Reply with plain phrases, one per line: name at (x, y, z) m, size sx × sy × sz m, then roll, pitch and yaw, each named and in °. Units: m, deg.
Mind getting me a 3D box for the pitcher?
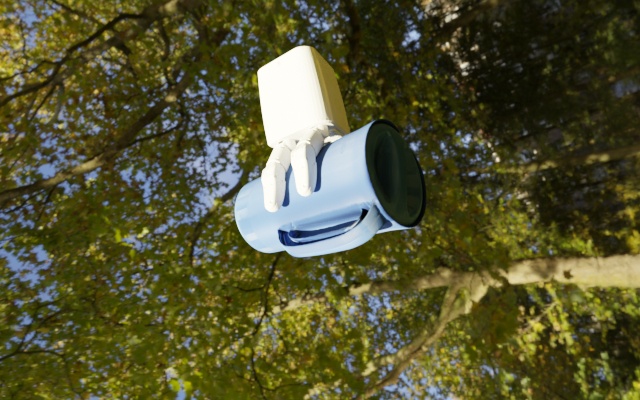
pitcher at (0.000, 0.002, 0.617) m, size 0.243 × 0.145 × 0.149 m, roll -18°, pitch -12°, yaw 37°
